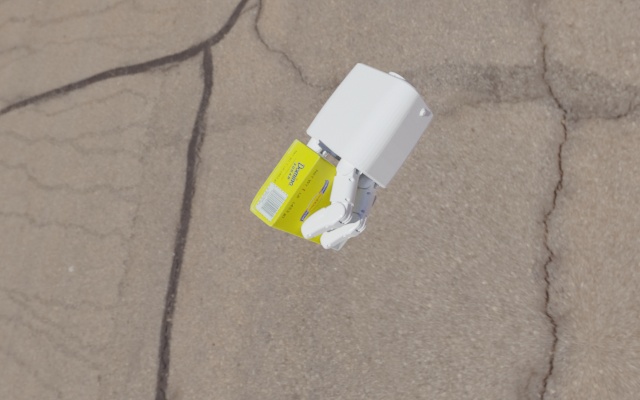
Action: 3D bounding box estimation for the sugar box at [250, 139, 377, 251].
[{"bbox_3d":[0.000,0.002,0.575,0.048,0.093,0.176,39,6,32],"label":"sugar box"}]
